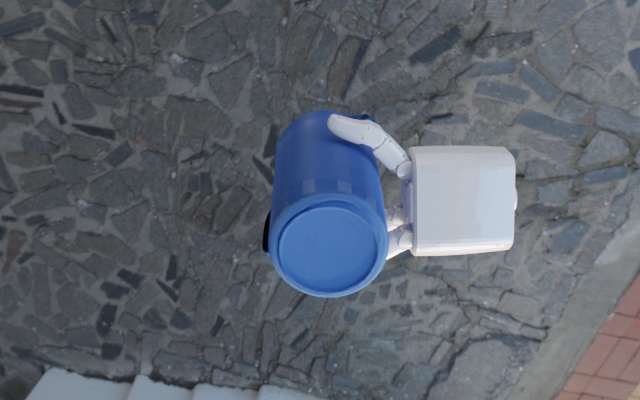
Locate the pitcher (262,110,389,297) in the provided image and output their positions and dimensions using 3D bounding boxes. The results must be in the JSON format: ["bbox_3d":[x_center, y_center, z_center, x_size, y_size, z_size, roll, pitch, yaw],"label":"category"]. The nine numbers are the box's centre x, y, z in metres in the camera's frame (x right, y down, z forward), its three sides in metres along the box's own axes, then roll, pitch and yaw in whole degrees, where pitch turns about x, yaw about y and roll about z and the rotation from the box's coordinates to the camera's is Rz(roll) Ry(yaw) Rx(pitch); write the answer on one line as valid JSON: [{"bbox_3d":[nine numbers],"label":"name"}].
[{"bbox_3d":[0.000,0.002,0.526,0.145,0.149,0.242,0,25,0],"label":"pitcher"}]
